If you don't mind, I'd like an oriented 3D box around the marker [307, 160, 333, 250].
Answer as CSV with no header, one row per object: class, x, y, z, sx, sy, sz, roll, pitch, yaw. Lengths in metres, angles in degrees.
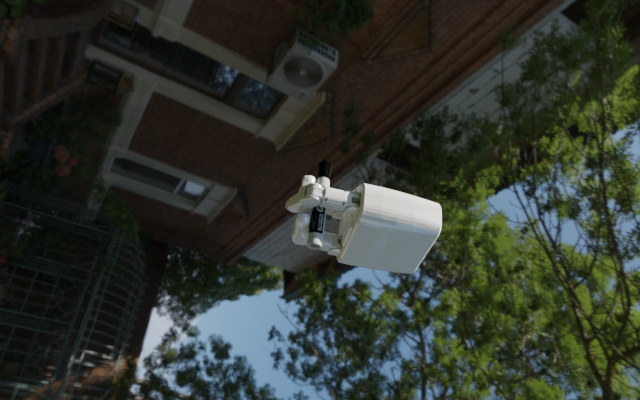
marker,0.000,0.002,0.593,0.020,0.121,0.020,6,-28,3
